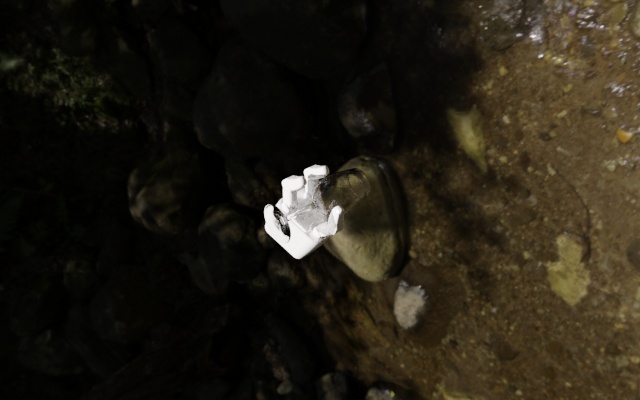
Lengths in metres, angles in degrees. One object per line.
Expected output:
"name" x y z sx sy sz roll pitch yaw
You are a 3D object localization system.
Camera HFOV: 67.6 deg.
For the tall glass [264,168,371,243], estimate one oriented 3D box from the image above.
"tall glass" 0.000 0.003 0.872 0.201 0.079 0.079 -27 15 -32
